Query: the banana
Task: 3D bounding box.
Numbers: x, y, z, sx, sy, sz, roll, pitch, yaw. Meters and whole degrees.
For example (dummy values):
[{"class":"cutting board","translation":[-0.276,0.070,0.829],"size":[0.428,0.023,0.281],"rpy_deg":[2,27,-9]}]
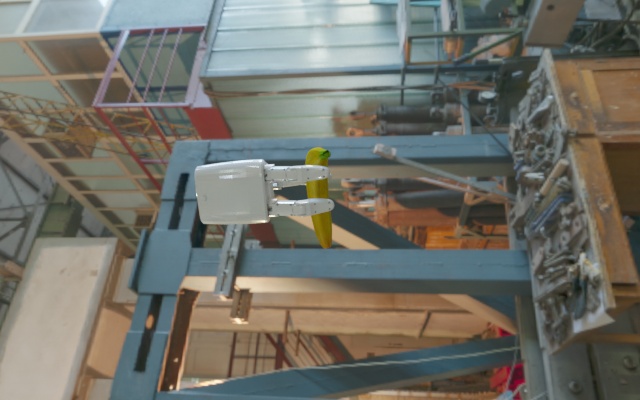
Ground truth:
[{"class":"banana","translation":[-0.002,-0.012,0.775],"size":[0.037,0.198,0.069],"rpy_deg":[-7,39,-4]}]
